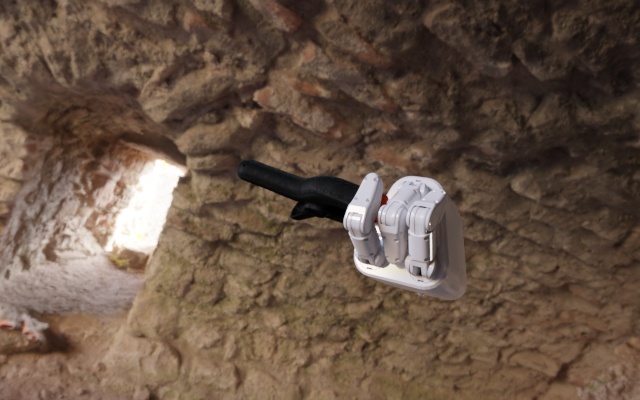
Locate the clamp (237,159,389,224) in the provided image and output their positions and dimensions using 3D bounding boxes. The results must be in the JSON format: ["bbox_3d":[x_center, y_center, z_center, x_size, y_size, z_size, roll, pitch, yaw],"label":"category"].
[{"bbox_3d":[0.000,0.001,0.529,0.171,0.039,0.120,16,-13,32],"label":"clamp"}]
